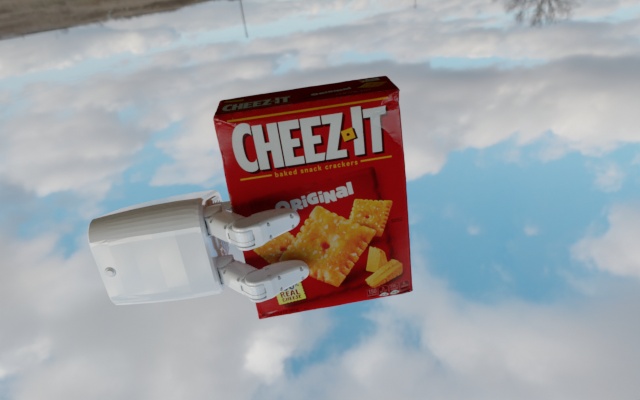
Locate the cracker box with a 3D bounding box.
[{"bbox_3d":[0.000,0.002,0.468,0.164,0.214,0.072,-9,25,-1],"label":"cracker box"}]
